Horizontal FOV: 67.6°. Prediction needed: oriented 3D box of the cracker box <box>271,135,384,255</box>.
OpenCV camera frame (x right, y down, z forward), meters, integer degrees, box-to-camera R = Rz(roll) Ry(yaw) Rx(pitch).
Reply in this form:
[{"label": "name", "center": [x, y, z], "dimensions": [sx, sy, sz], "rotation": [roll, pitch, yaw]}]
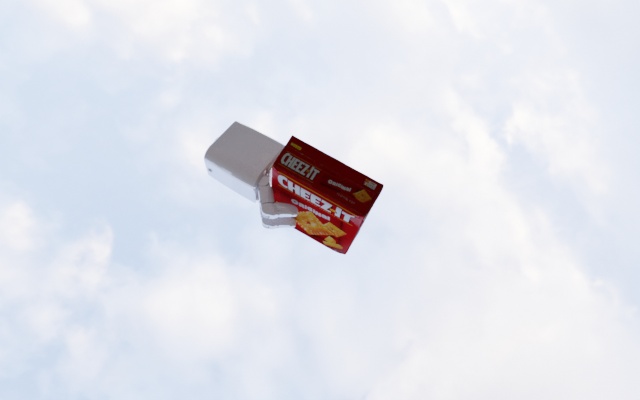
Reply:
[{"label": "cracker box", "center": [0.000, 0.003, 0.812], "dimensions": [0.164, 0.072, 0.214], "rotation": [29, -22, 6]}]
